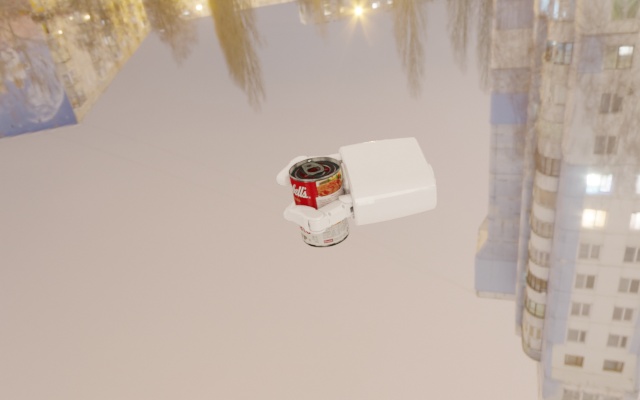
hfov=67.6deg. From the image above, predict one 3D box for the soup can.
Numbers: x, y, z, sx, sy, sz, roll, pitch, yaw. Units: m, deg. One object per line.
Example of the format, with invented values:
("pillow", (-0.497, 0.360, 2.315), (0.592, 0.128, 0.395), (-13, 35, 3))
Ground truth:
("soup can", (0.000, 0.002, 0.630), (0.068, 0.102, 0.068), (-7, 28, 4))
